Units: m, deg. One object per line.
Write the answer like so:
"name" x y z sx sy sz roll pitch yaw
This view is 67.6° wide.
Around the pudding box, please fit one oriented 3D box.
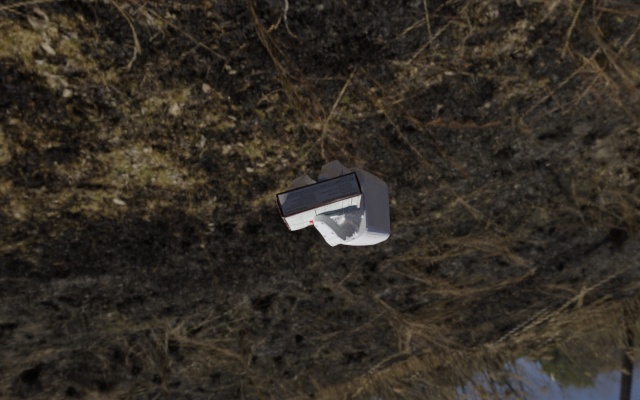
"pudding box" 0.000 0.002 0.664 0.113 0.039 0.090 -18 -15 -2
